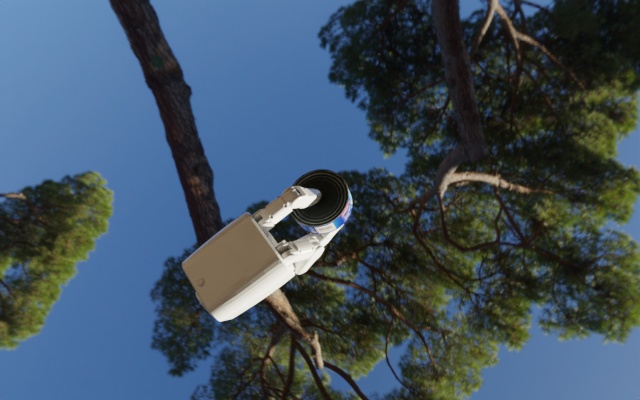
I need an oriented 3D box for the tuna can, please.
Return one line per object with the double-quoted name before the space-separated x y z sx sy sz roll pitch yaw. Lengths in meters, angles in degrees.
"tuna can" 0.000 0.002 0.657 0.086 0.086 0.034 0 -25 16
